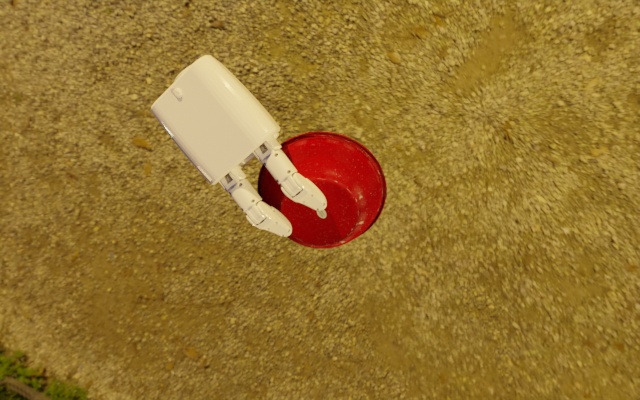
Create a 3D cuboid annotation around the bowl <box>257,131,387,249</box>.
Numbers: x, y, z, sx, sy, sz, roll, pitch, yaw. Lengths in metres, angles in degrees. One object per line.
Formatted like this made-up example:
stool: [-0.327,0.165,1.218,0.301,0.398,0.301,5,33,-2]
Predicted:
bowl: [0.001,0.003,0.574,0.162,0.162,0.055,0,29,3]
